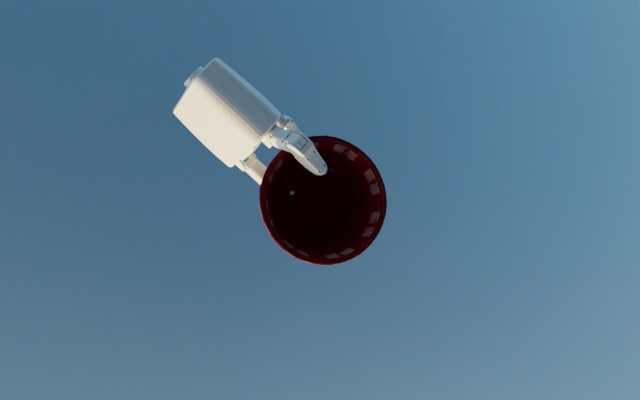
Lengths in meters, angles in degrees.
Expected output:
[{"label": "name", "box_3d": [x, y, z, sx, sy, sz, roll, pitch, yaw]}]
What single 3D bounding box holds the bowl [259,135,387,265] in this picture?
[{"label": "bowl", "box_3d": [0.001, 0.003, 0.611, 0.162, 0.162, 0.055, 0, -9, -13]}]
